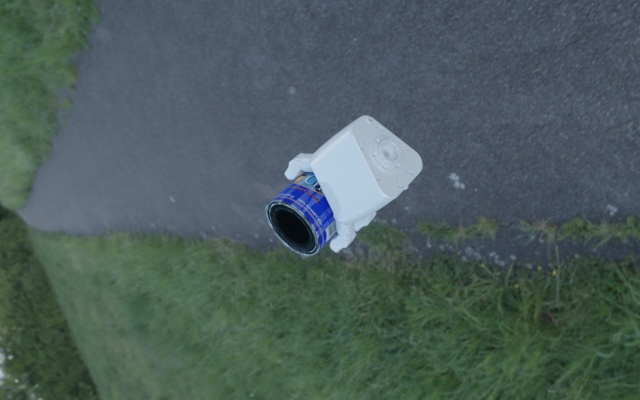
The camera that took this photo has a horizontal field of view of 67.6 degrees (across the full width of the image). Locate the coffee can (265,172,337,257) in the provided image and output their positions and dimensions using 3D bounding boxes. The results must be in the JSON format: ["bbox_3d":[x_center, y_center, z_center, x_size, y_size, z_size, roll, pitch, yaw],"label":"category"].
[{"bbox_3d":[0.000,0.002,0.733,0.103,0.103,0.140,0,35,48],"label":"coffee can"}]
